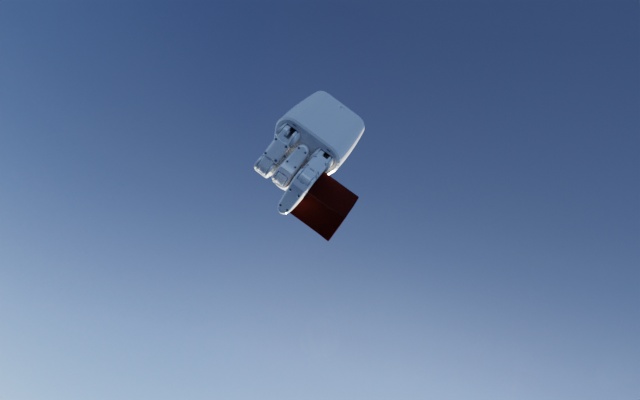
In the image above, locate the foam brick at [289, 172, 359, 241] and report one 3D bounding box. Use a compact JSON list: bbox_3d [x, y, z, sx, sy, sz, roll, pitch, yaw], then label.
[{"bbox_3d":[0.000,0.002,0.621,0.053,0.078,0.051,-54,-1,43],"label":"foam brick"}]
